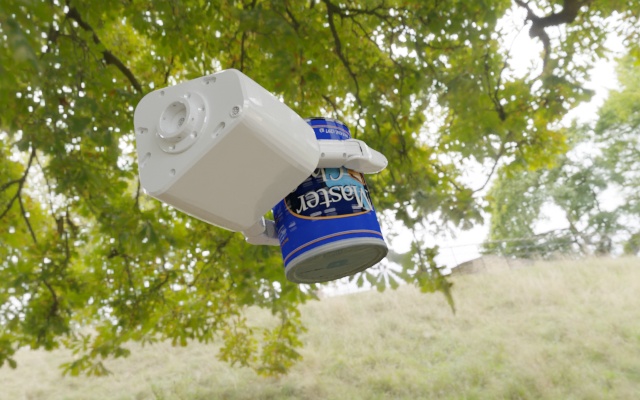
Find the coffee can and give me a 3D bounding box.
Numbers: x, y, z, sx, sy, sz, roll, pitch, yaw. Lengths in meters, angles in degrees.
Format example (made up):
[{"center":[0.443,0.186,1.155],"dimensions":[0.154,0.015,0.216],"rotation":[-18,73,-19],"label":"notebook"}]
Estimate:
[{"center":[0.000,0.002,0.488],"dimensions":[0.103,0.140,0.103],"rotation":[-13,-24,-6],"label":"coffee can"}]
